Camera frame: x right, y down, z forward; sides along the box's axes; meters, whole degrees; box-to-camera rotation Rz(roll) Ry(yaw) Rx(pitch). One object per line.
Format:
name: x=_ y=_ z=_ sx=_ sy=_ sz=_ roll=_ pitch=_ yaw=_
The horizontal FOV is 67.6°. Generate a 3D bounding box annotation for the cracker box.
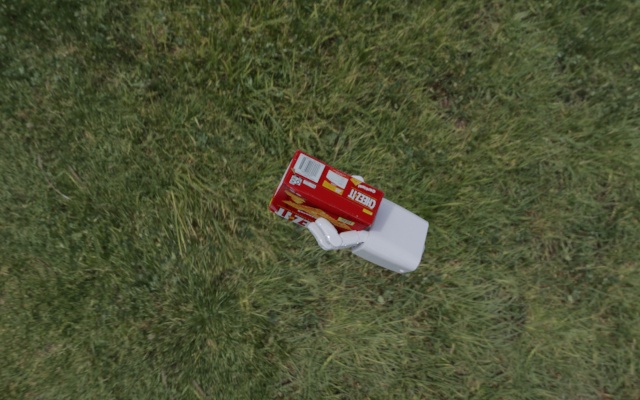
cracker box: x=0.000 y=0.003 z=0.870 sx=0.164 sy=0.072 sz=0.214 roll=26 pitch=-17 yaw=-6
